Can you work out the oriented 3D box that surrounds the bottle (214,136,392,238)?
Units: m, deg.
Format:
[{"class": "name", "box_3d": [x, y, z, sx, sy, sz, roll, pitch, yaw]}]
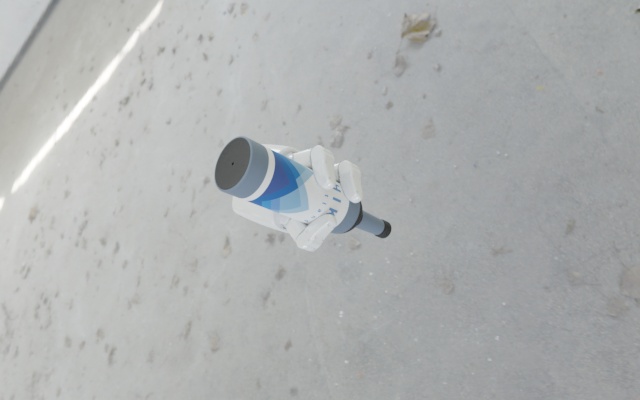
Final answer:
[{"class": "bottle", "box_3d": [0.000, 0.002, 0.629, 0.069, 0.069, 0.296, 0, -17, 44]}]
